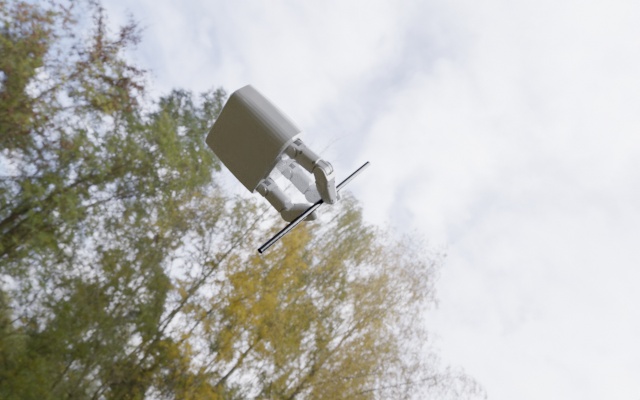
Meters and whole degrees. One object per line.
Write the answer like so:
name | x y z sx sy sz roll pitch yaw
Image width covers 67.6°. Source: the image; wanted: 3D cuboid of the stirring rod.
stirring rod | 0.000 0.002 0.646 0.011 0.011 0.239 0 29 44
